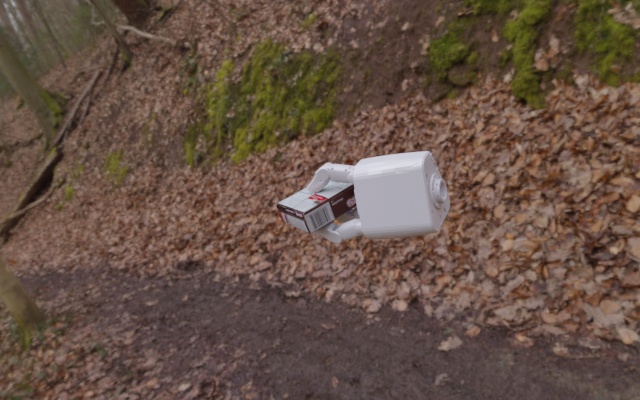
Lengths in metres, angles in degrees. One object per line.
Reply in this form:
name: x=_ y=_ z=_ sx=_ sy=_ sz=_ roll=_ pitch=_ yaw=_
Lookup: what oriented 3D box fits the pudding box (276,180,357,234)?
pudding box: x=0.000 y=0.002 z=0.755 sx=0.113 sy=0.039 sz=0.090 roll=-29 pitch=23 yaw=-25
